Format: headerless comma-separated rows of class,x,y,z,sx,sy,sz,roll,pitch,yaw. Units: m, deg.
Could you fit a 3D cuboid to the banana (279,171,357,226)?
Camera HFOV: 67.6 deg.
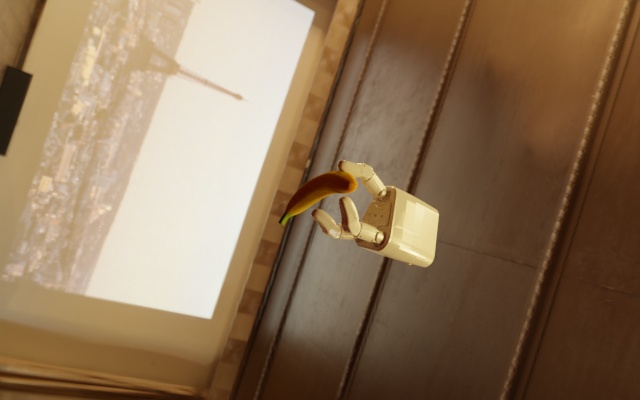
banana,0.001,-0.012,0.785,0.037,0.069,0.198,27,-34,-26
